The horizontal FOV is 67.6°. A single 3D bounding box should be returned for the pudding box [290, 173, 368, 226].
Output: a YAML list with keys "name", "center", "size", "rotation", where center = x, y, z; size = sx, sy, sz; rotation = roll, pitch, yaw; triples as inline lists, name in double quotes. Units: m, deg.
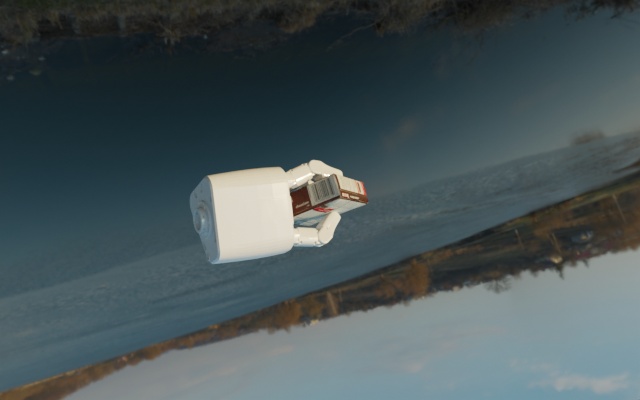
- name: "pudding box"
  center: [0.000, 0.002, 0.698]
  size: [0.113, 0.039, 0.090]
  rotation: [-21, -15, 28]
